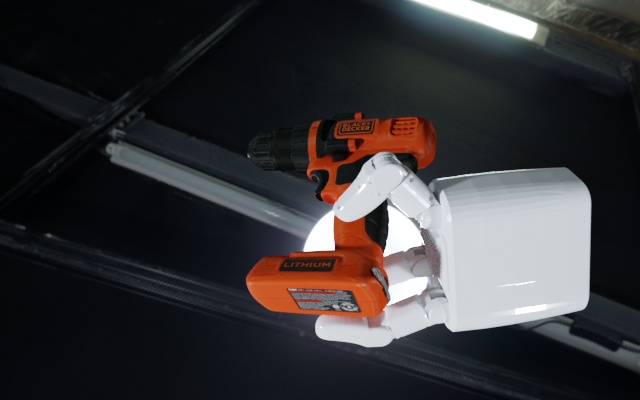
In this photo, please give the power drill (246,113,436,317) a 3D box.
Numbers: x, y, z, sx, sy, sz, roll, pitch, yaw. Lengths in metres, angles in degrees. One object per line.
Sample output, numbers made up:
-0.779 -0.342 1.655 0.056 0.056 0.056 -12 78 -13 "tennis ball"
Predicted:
0.000 0.002 0.411 0.184 0.187 0.057 -2 -38 23 "power drill"
